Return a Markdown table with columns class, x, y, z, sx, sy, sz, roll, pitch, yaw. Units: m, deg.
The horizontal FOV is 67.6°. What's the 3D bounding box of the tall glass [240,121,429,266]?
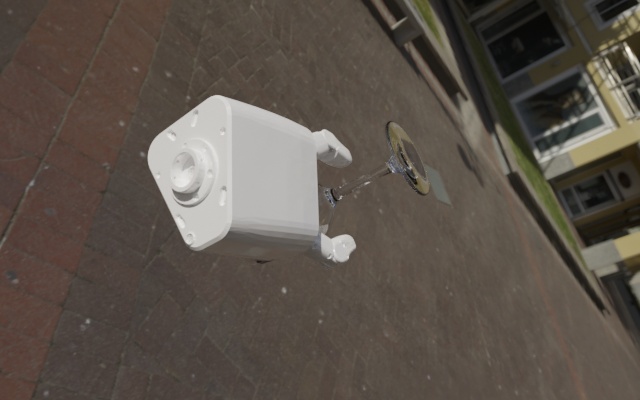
| class | x | y | z | sx | sy | sz | roll | pitch | yaw |
| --- | --- | --- | --- | --- | --- | --- | --- | --- | --- |
| tall glass | 0.001 | 0.001 | 0.473 | 0.201 | 0.079 | 0.079 | -27 | -13 | 27 |
